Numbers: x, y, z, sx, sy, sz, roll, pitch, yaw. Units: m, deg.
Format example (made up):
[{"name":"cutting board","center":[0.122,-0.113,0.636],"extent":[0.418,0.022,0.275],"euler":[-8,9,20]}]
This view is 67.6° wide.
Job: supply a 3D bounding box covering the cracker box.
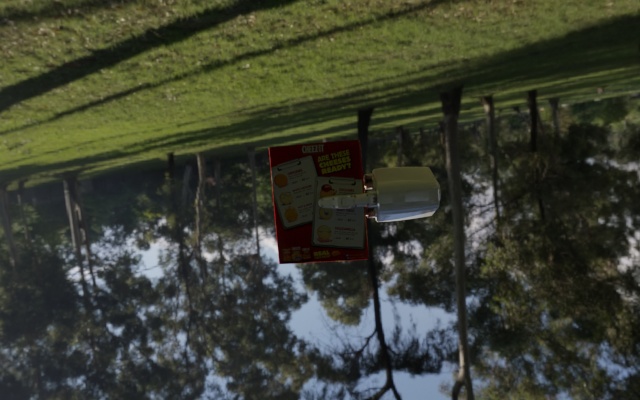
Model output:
[{"name":"cracker box","center":[0.000,0.003,0.873],"extent":[0.164,0.214,0.072],"euler":[-4,5,6]}]
